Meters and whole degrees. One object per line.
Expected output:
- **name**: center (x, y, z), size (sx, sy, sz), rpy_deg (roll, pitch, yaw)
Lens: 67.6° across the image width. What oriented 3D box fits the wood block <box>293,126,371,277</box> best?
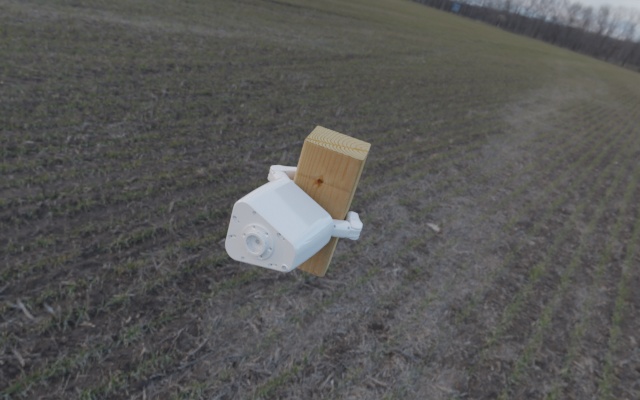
- **wood block**: center (0.000, 0.003, 0.749), size (0.091, 0.206, 0.090), rpy_deg (20, 26, 5)
